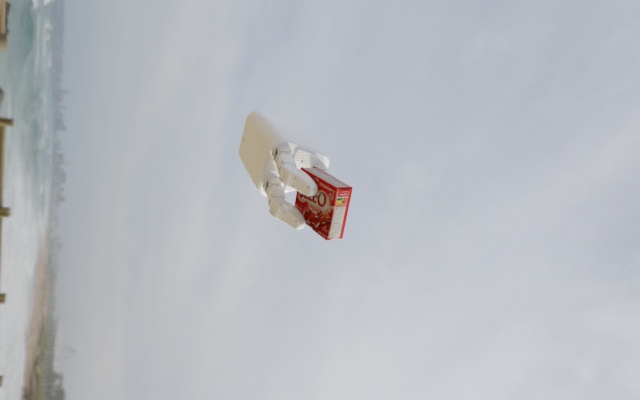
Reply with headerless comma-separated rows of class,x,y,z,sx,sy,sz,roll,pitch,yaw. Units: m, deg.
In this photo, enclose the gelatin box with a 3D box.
gelatin box,0.001,0.002,0.642,0.030,0.073,0.089,-4,24,-36
